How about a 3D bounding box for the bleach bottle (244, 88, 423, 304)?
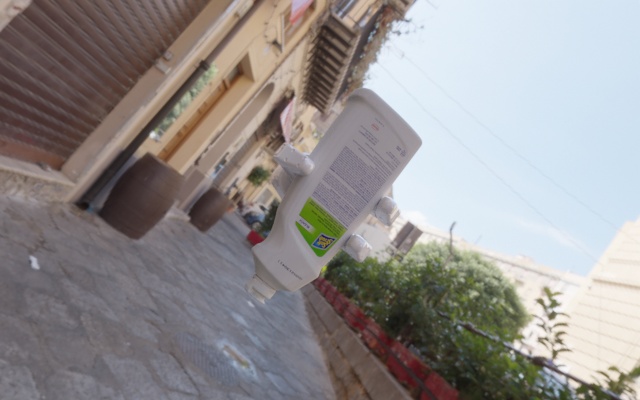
[{"bbox_3d":[0.000,0.002,0.531,0.102,0.251,0.068,41,-6,-13],"label":"bleach bottle"}]
